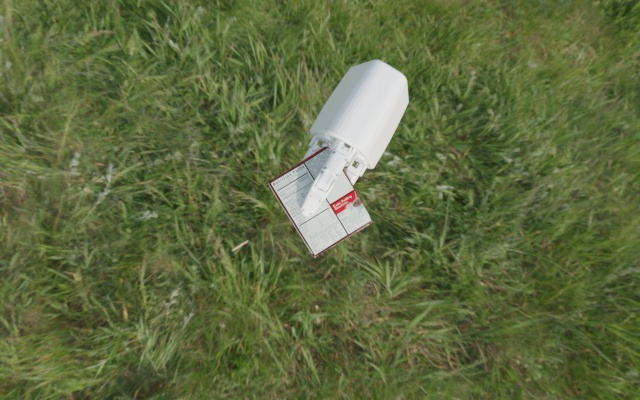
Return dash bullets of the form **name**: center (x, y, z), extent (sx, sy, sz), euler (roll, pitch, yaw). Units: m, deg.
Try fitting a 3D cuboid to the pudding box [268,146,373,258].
- **pudding box**: center (0.000, 0.002, 0.602), extent (0.090, 0.113, 0.039), euler (-31, 0, -3)
